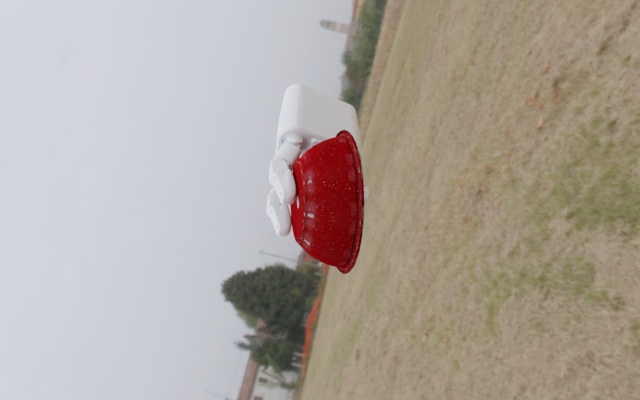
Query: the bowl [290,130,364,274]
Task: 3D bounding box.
[{"bbox_3d":[0.000,0.002,0.532,0.055,0.162,0.162,-1,0,-13],"label":"bowl"}]
